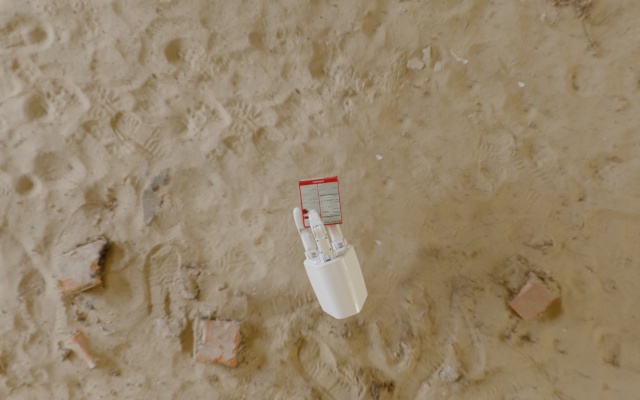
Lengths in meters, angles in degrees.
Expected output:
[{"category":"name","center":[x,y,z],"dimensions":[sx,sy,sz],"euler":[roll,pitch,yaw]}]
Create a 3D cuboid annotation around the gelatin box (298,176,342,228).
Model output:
[{"category":"gelatin box","center":[0.000,0.003,0.883],"dimensions":[0.073,0.089,0.030],"euler":[-7,9,1]}]
